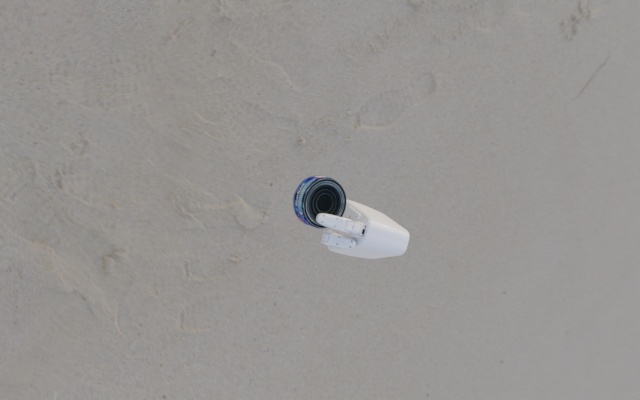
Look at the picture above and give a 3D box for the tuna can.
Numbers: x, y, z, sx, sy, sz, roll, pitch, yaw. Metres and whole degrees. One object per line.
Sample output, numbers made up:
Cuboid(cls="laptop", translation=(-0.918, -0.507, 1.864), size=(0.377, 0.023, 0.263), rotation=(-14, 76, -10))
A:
Cuboid(cls="tuna can", translation=(0.000, 0.003, 0.786), size=(0.086, 0.086, 0.033), rotation=(0, 8, -31))
